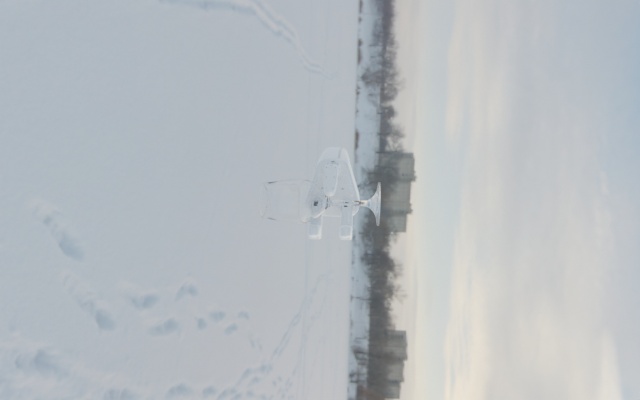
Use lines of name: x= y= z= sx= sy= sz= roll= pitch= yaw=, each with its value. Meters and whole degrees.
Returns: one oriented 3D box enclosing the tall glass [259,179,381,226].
tall glass: x=0.001 y=0.003 z=0.817 sx=0.201 sy=0.079 sz=0.079 roll=2 pitch=0 yaw=4
